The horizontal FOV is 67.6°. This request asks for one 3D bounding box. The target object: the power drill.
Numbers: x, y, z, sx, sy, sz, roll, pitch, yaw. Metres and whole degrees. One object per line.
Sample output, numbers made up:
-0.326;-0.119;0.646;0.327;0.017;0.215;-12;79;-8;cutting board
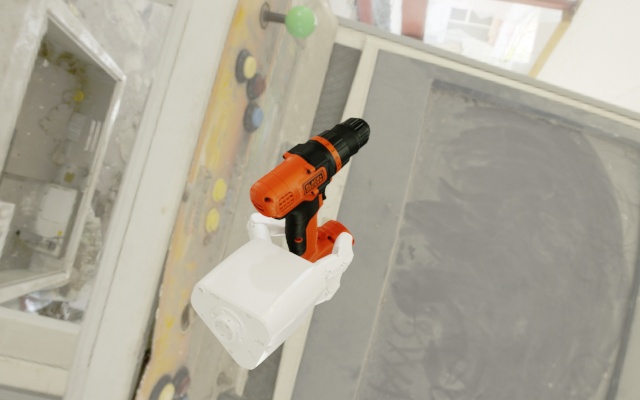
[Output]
0.000;0.003;0.618;0.184;0.188;0.057;-37;50;-26;power drill
